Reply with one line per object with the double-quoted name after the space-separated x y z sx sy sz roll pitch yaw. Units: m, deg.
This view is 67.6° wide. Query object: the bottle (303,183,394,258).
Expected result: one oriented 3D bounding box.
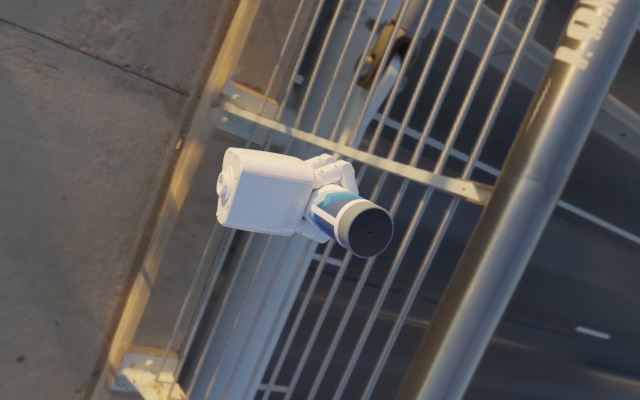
0.000 0.002 0.705 0.069 0.069 0.295 0 14 -25 "bottle"
